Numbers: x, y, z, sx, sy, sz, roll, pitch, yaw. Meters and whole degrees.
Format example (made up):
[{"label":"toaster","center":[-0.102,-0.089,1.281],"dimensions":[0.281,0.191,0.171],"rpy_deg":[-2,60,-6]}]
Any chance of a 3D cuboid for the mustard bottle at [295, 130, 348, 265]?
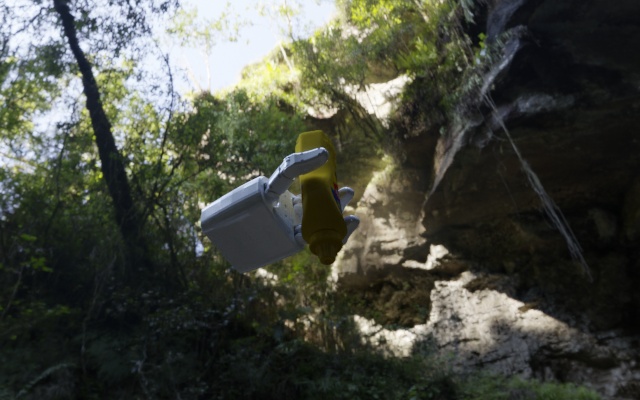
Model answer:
[{"label":"mustard bottle","center":[0.000,0.002,0.627],"dimensions":[0.058,0.191,0.096],"rpy_deg":[-8,-43,2]}]
